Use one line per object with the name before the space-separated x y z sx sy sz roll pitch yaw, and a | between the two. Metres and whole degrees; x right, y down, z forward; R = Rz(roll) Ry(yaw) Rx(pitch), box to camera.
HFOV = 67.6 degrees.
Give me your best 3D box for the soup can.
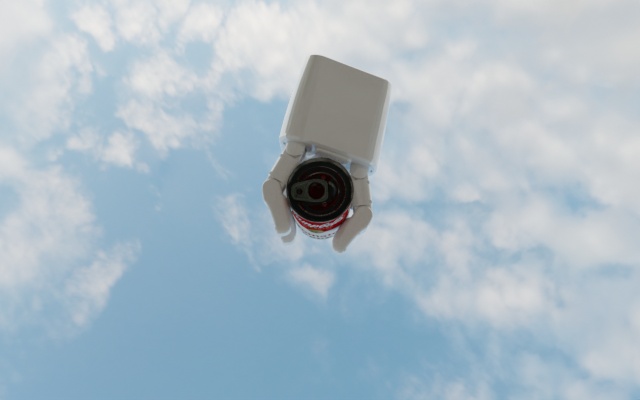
soup can | 0.000 0.002 0.523 0.068 0.068 0.102 0 -15 1
